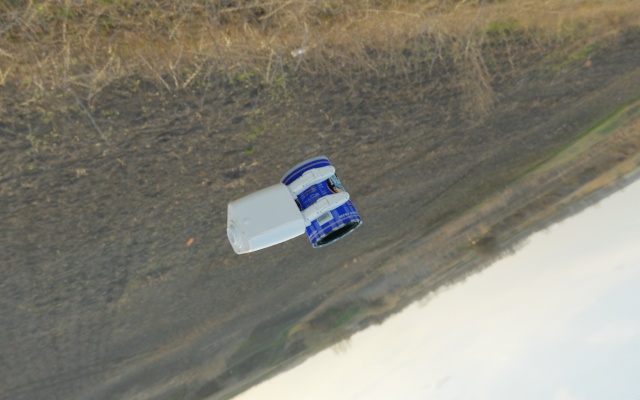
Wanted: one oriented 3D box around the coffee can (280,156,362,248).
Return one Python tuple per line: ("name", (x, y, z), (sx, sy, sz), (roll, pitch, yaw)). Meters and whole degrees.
("coffee can", (0.000, 0.003, 0.890), (0.103, 0.140, 0.103), (-26, -15, -8))
